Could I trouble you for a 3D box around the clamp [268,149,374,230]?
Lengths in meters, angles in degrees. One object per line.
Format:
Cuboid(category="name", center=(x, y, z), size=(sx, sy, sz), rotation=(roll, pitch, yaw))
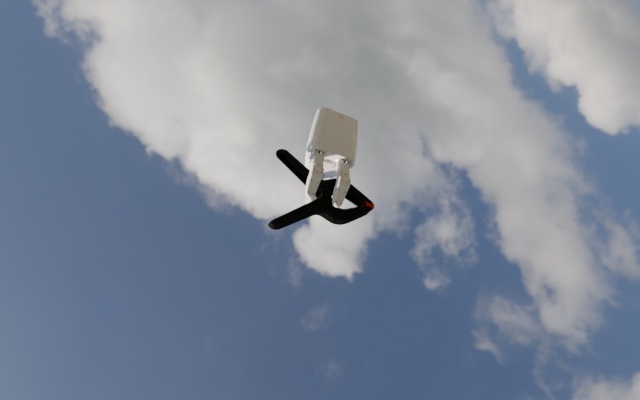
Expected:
Cuboid(category="clamp", center=(0.000, 0.003, 0.900), size=(0.210, 0.164, 0.036), rotation=(19, -30, -14))
